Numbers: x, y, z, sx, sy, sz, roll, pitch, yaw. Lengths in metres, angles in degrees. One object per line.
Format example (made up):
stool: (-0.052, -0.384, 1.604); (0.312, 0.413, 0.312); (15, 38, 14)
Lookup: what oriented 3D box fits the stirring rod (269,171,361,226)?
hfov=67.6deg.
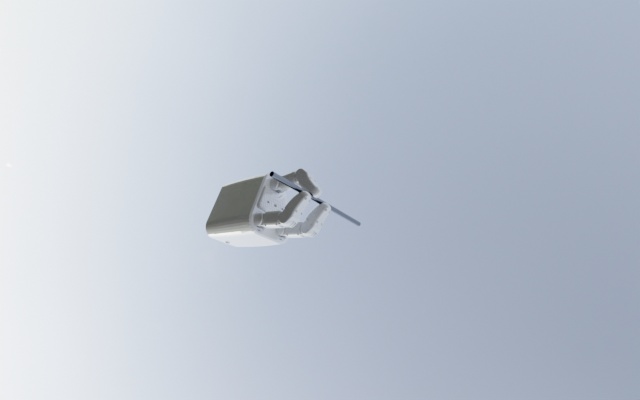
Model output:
stirring rod: (0.000, 0.002, 0.748); (0.011, 0.011, 0.240); (0, -19, 36)
